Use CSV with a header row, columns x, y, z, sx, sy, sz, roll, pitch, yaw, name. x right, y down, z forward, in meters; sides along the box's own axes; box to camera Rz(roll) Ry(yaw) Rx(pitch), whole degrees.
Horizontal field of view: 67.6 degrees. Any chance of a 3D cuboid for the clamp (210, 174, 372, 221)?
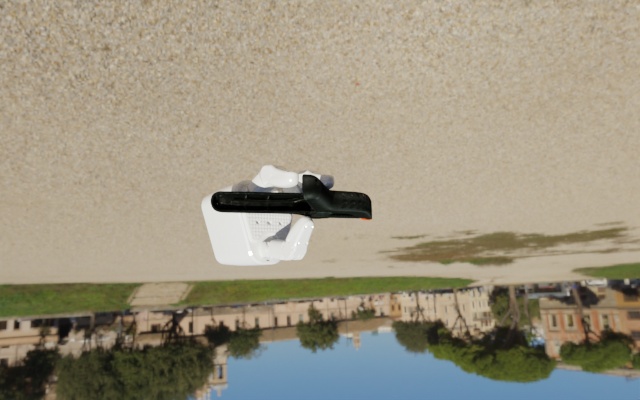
x,y,z,sx,sy,sz,roll,pitch,yaw,name
0.000,0.003,0.567,0.210,0.036,0.164,7,-10,-39,clamp
